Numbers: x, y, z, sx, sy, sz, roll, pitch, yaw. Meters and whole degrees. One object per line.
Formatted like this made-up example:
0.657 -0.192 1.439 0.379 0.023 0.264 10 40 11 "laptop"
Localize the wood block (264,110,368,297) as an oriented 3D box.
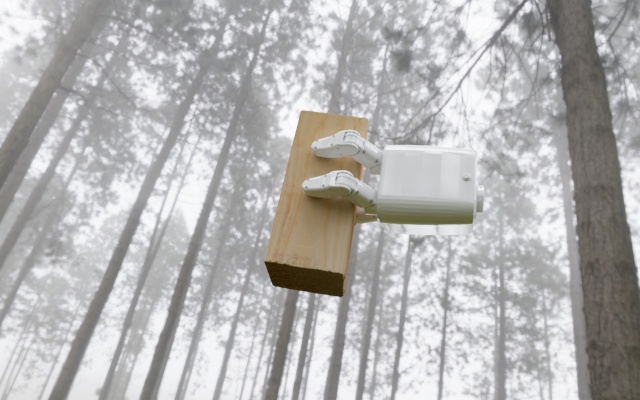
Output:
0.001 0.002 0.590 0.090 0.206 0.091 8 -28 6 "wood block"
